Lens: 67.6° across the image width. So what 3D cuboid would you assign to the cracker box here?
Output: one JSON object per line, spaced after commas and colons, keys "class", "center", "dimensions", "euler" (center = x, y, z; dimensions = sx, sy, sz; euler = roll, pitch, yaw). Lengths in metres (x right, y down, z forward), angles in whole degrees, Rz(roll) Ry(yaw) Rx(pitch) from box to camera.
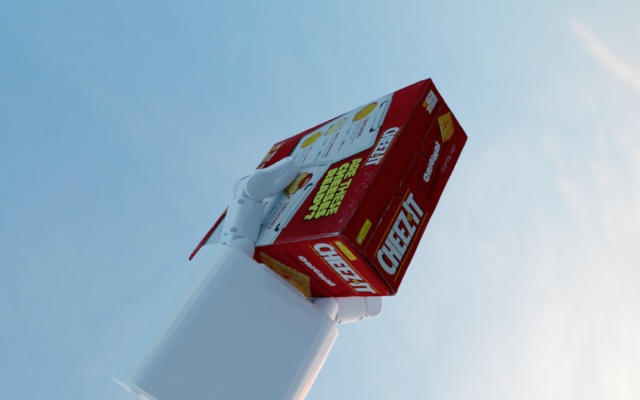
{"class": "cracker box", "center": [0.000, 0.001, 0.413], "dimensions": [0.214, 0.164, 0.072], "euler": [-13, -53, 49]}
